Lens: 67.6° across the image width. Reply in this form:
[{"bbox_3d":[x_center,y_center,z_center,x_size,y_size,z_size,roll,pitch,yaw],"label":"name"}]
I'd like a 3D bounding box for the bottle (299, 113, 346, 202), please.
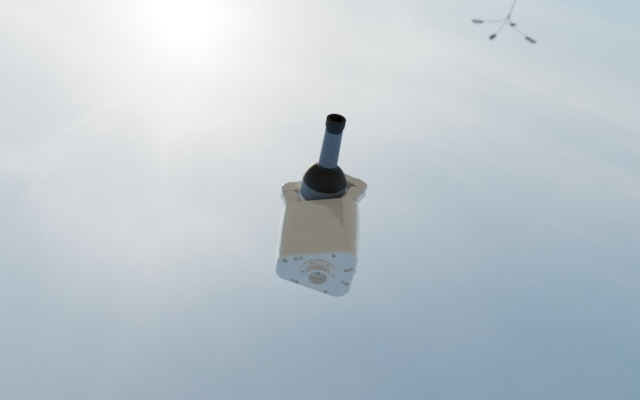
[{"bbox_3d":[0.000,0.003,0.730,0.069,0.296,0.069,6,39,-5],"label":"bottle"}]
